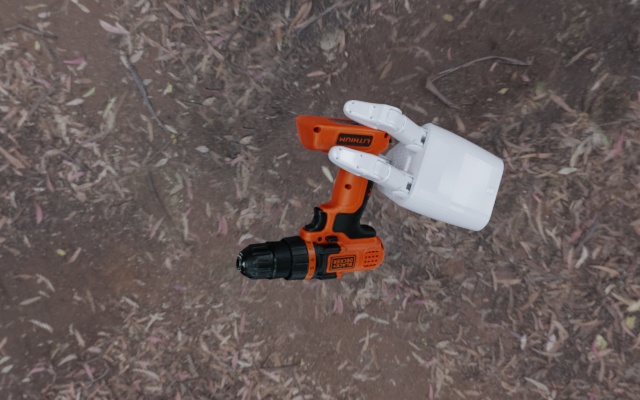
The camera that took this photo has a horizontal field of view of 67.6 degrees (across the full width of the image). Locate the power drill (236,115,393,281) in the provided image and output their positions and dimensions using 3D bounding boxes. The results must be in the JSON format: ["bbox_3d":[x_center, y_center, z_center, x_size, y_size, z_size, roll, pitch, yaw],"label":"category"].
[{"bbox_3d":[0.000,0.001,0.540,0.184,0.188,0.057,-2,22,-29],"label":"power drill"}]
